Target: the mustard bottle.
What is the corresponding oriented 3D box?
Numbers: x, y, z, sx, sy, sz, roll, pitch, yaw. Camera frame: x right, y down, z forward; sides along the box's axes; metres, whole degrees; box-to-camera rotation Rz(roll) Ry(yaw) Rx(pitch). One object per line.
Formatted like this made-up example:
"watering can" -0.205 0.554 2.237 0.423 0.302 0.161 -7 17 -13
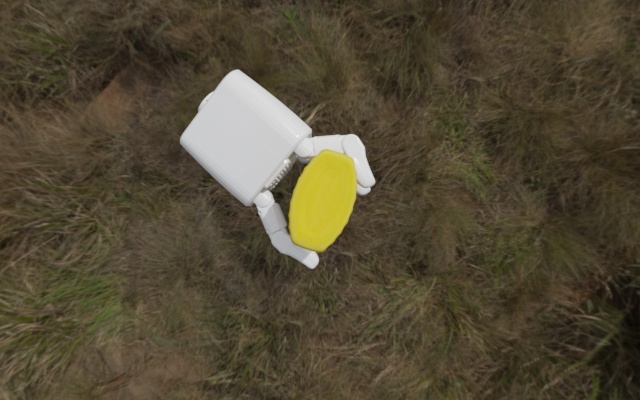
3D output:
"mustard bottle" 0.000 0.002 0.530 0.058 0.096 0.191 17 -1 -1
